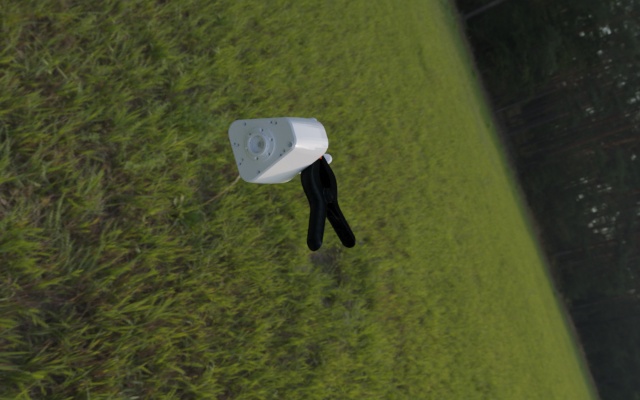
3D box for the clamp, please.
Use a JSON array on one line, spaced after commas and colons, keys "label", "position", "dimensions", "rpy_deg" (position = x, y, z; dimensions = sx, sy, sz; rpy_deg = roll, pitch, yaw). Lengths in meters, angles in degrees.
[{"label": "clamp", "position": [0.001, 0.002, 0.756], "dimensions": [0.039, 0.171, 0.120], "rpy_deg": [-21, -5, 26]}]
